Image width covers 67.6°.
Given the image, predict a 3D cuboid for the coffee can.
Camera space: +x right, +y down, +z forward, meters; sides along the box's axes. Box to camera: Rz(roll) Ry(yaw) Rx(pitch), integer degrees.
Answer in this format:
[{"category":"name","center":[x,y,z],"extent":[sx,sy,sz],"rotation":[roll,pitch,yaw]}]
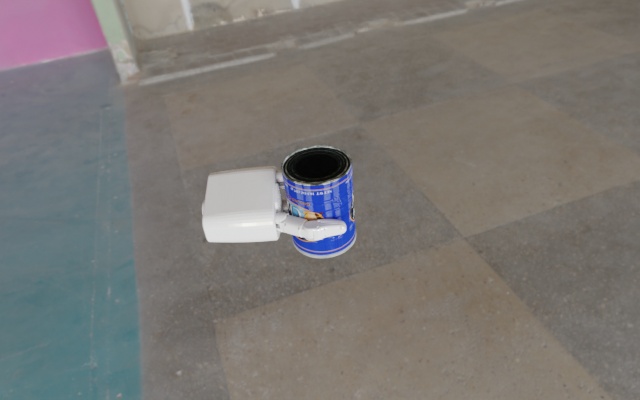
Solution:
[{"category":"coffee can","center":[0.000,0.003,0.724],"extent":[0.103,0.140,0.102],"rotation":[-4,37,3]}]
